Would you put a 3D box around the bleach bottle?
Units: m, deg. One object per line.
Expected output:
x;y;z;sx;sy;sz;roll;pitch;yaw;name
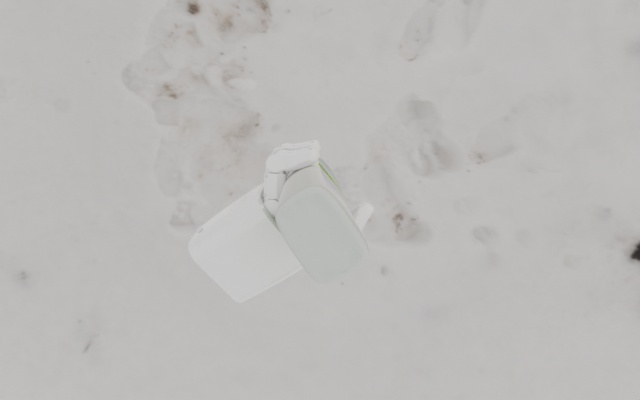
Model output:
0.000;0.002;0.575;0.068;0.102;0.250;-32;12;8;bleach bottle
